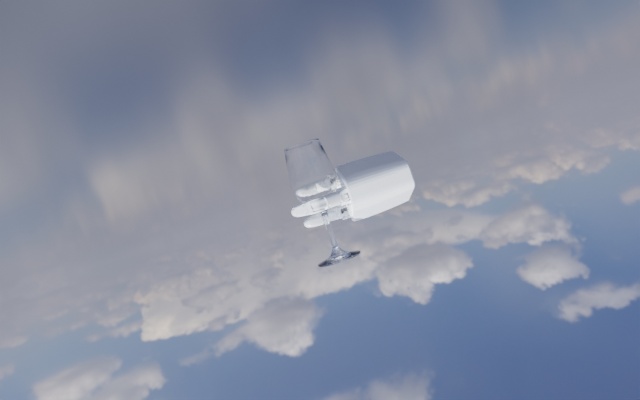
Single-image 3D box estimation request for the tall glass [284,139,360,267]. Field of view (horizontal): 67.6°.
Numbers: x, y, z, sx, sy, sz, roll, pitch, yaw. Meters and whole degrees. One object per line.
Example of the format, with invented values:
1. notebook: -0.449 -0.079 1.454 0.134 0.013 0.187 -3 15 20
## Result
1. tall glass: 0.000 0.003 0.788 0.079 0.201 0.079 -19 1 0
